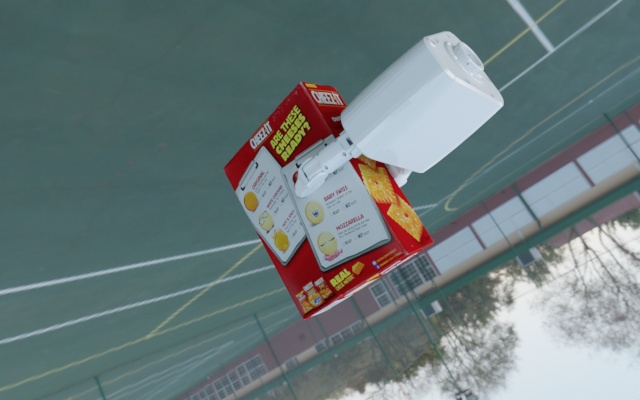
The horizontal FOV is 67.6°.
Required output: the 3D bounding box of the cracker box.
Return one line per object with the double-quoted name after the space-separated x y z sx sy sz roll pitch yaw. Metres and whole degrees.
0.000 0.002 0.546 0.164 0.213 0.072 -40 -18 34 "cracker box"
